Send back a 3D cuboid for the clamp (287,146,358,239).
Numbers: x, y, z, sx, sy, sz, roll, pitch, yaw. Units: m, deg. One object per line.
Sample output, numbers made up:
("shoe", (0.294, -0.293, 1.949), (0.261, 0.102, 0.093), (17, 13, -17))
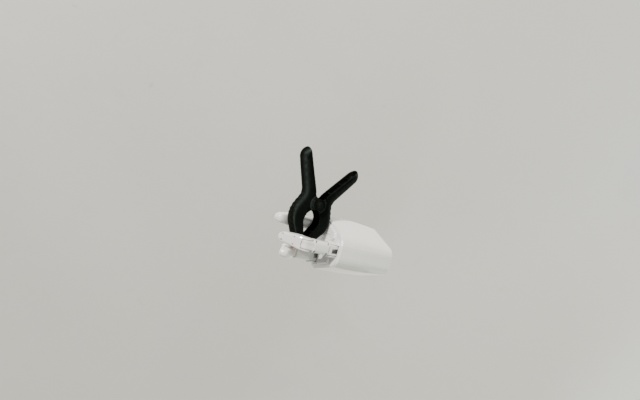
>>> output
("clamp", (0.000, 0.003, 0.825), (0.120, 0.171, 0.039), (14, 3, -25))
